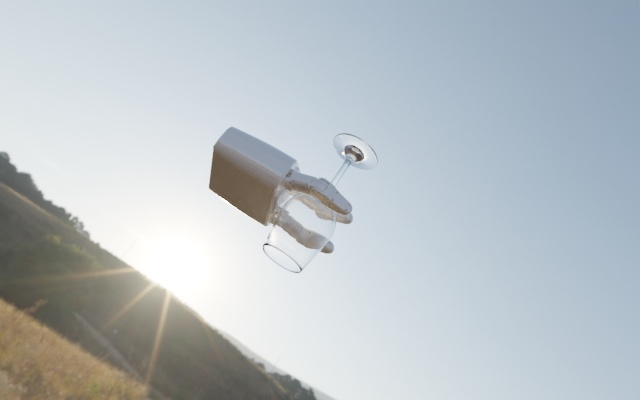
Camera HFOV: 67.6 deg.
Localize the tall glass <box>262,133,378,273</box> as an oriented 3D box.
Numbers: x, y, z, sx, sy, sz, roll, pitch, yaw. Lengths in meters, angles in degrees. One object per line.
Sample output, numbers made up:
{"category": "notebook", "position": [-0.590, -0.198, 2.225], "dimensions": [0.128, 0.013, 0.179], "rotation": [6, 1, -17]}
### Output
{"category": "tall glass", "position": [0.001, 0.002, 0.663], "dimensions": [0.079, 0.201, 0.079], "rotation": [27, -26, 14]}
